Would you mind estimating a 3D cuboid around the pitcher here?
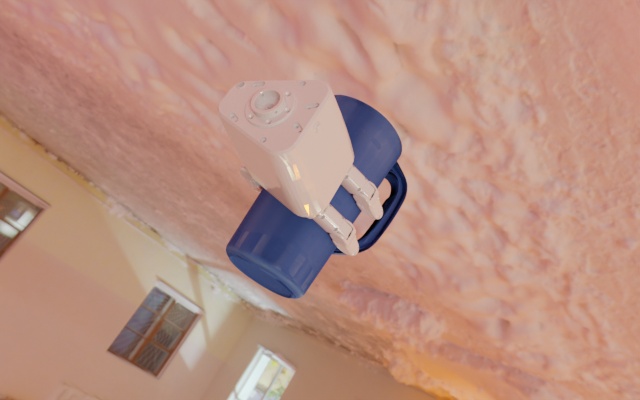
[{"bbox_3d":[0.000,0.002,0.601,0.149,0.242,0.145,21,-24,27],"label":"pitcher"}]
